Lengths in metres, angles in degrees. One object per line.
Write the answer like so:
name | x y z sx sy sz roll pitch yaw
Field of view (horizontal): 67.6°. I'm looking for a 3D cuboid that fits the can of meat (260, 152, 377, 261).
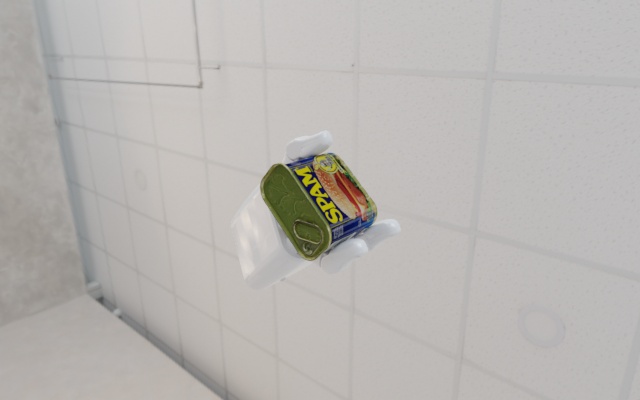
can of meat | 0.000 0.001 0.506 0.084 0.102 0.057 -21 -20 -45
